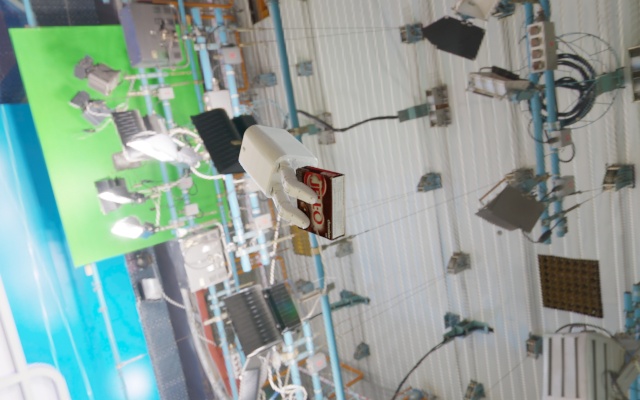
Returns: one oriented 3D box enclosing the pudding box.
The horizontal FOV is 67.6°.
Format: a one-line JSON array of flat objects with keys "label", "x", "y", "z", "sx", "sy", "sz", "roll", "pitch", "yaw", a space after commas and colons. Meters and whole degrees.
[{"label": "pudding box", "x": 0.000, "y": 0.003, "z": 0.818, "sx": 0.039, "sy": 0.113, "sz": 0.090, "roll": -18, "pitch": 24, "yaw": -38}]
